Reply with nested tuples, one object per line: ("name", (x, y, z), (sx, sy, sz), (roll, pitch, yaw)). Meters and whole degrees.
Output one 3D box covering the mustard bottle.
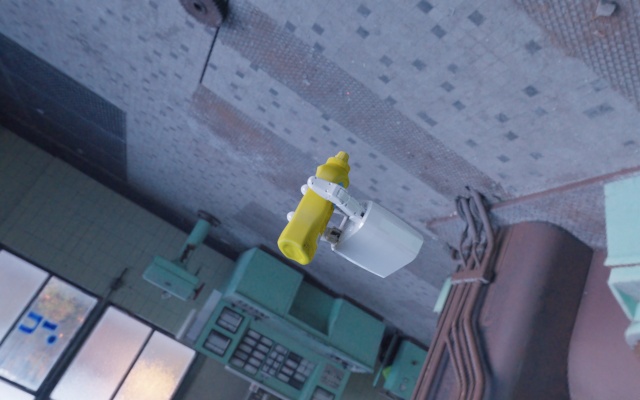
("mustard bottle", (0.000, 0.003, 0.761), (0.058, 0.191, 0.096), (23, -21, 12))
